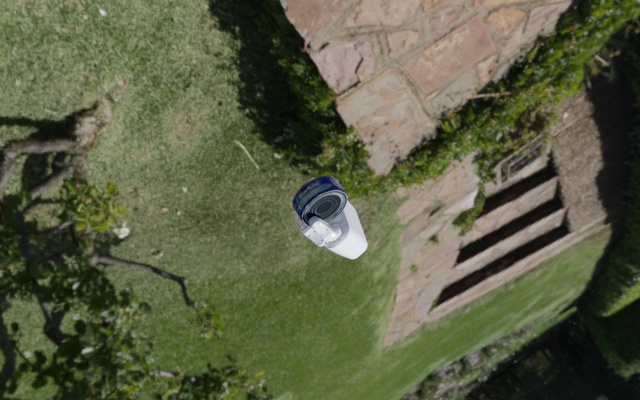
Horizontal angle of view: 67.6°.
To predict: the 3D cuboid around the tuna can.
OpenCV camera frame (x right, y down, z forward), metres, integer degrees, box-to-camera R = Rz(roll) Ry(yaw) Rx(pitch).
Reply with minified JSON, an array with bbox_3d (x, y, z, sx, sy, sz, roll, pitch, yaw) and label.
[{"bbox_3d":[0.000,0.003,0.774,0.086,0.086,0.033,0,44,-39],"label":"tuna can"}]
